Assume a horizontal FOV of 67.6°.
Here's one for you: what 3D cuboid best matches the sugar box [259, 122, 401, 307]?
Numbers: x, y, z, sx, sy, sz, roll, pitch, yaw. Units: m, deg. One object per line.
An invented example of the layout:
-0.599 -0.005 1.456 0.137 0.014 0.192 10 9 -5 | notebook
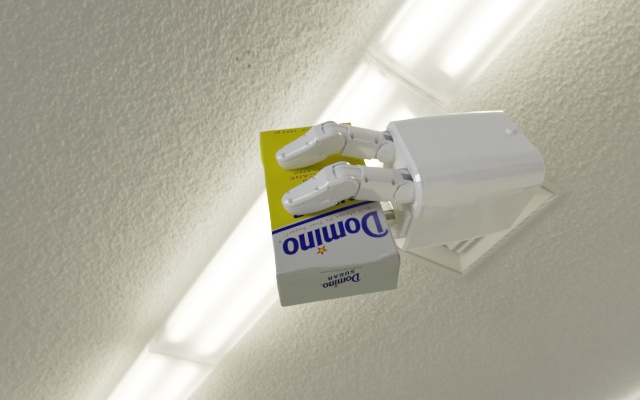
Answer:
0.000 0.001 0.410 0.093 0.048 0.176 -8 42 -6 | sugar box
